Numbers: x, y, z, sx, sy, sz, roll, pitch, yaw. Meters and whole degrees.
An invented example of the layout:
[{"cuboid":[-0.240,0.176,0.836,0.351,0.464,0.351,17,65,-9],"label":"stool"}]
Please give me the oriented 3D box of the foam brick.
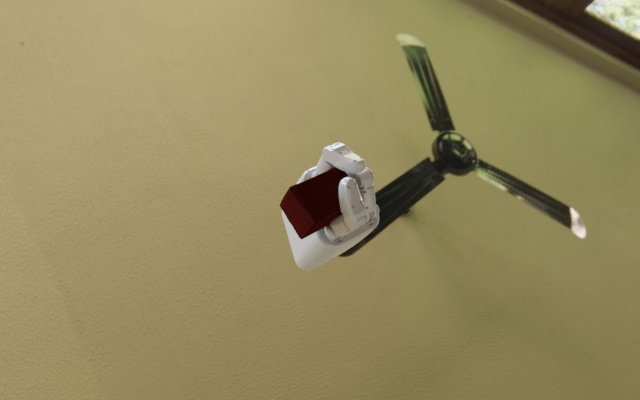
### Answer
[{"cuboid":[0.000,0.002,0.571,0.078,0.053,0.051,-25,-14,-32],"label":"foam brick"}]
